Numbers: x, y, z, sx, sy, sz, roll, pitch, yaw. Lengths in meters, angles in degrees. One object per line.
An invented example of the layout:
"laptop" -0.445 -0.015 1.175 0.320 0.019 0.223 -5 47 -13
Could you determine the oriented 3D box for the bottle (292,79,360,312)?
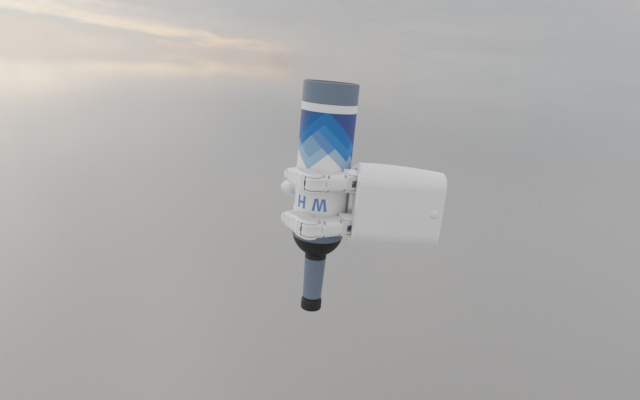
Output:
"bottle" 0.000 0.002 0.600 0.069 0.296 0.069 5 16 -1
